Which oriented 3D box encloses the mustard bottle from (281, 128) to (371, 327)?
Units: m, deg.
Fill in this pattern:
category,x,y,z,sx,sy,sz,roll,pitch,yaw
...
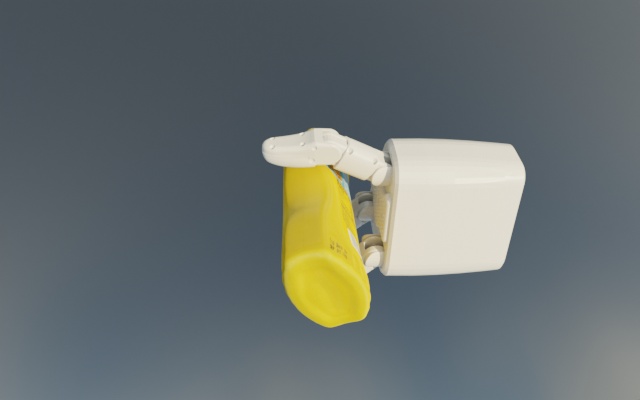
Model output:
category,x,y,z,sx,sy,sz,roll,pitch,yaw
mustard bottle,0.000,0.002,0.406,0.058,0.191,0.096,-18,-47,13
